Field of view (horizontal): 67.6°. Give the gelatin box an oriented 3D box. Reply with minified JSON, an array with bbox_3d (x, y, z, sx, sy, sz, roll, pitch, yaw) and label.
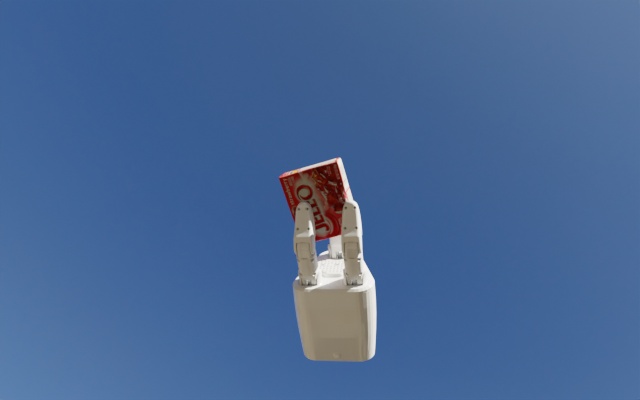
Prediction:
[{"bbox_3d":[0.000,0.001,0.569,0.073,0.089,0.030,-15,12,14],"label":"gelatin box"}]
